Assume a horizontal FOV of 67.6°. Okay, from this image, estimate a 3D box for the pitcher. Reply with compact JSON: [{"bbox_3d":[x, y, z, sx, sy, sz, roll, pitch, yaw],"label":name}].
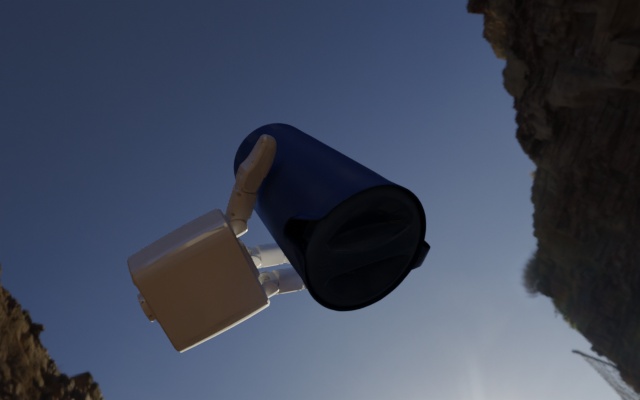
[{"bbox_3d":[0.000,0.002,0.531,0.145,0.149,0.242,-31,37,-13],"label":"pitcher"}]
